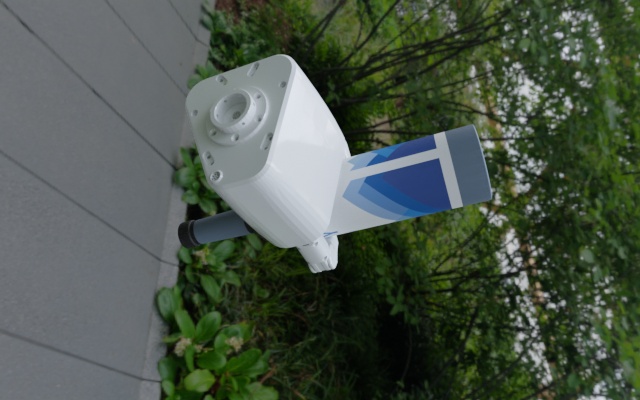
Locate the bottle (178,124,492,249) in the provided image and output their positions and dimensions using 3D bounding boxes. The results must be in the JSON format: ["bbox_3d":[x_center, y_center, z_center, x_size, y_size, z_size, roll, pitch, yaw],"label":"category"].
[{"bbox_3d":[0.000,0.001,0.445,0.296,0.069,0.069,-14,-4,16],"label":"bottle"}]
